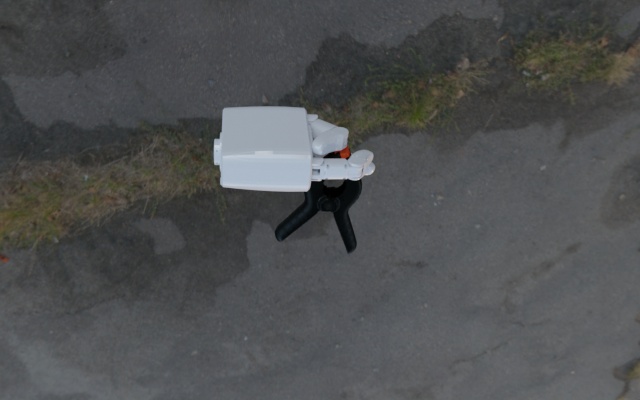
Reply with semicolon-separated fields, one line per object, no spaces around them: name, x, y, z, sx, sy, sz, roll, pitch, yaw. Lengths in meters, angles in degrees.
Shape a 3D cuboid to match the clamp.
clamp;0.000;0.002;0.658;0.120;0.172;0.039;0;32;-10
